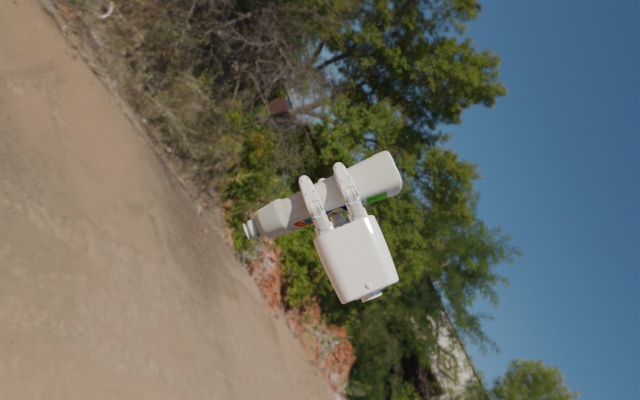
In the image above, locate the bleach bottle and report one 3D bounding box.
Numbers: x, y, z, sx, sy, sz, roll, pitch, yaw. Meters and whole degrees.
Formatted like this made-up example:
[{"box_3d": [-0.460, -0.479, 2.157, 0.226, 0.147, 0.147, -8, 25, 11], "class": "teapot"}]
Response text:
[{"box_3d": [0.000, 0.002, 0.758, 0.251, 0.068, 0.102, -23, -10, 0], "class": "bleach bottle"}]
